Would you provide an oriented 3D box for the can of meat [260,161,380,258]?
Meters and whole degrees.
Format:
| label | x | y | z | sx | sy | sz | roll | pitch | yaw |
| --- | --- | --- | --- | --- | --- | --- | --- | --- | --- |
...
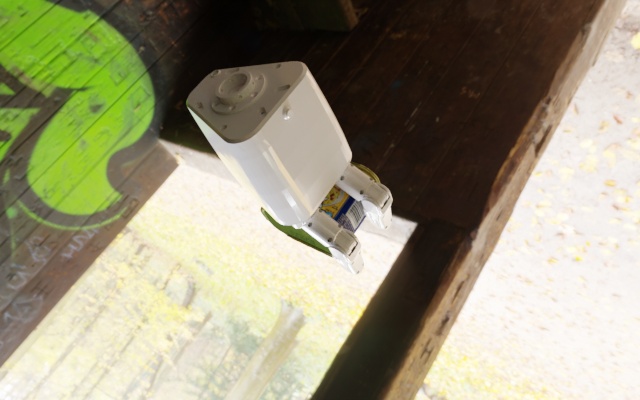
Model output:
| label | x | y | z | sx | sy | sz | roll | pitch | yaw |
| --- | --- | --- | --- | --- | --- | --- | --- | --- | --- |
| can of meat | 0.000 | 0.002 | 0.496 | 0.102 | 0.084 | 0.057 | 21 | -25 | 34 |
